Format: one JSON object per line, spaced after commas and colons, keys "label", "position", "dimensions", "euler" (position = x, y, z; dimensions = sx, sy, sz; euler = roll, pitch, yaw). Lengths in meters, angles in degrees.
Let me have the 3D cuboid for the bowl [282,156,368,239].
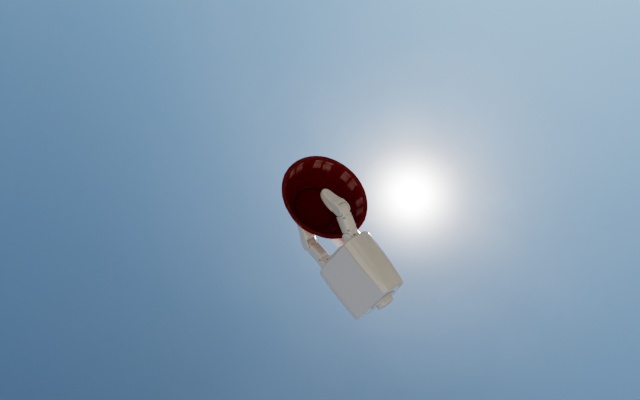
{"label": "bowl", "position": [0.000, 0.002, 0.847], "dimensions": [0.162, 0.162, 0.055], "euler": [0, -26, -25]}
